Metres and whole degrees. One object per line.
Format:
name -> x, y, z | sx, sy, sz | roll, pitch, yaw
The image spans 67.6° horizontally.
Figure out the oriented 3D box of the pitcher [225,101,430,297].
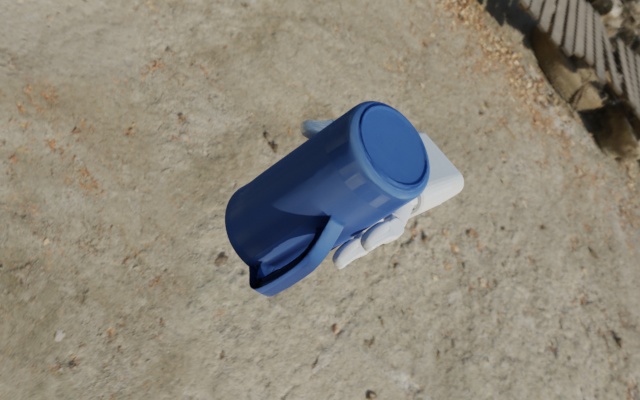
pitcher -> 0.000, 0.002, 0.539 | 0.145, 0.149, 0.243 | -15, -12, -43
